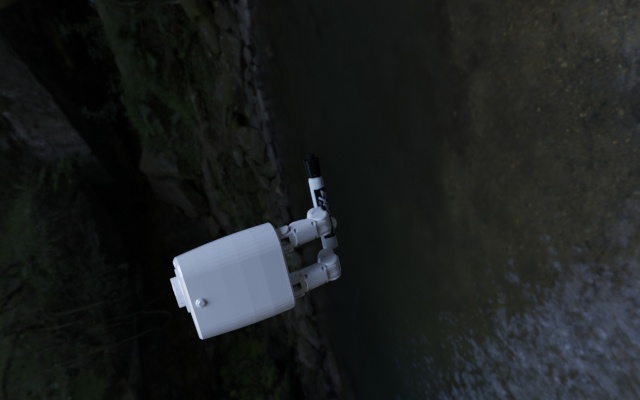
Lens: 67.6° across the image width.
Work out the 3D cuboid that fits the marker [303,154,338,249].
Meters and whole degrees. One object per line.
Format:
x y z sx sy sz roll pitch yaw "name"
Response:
0.000 0.002 0.587 0.020 0.121 0.020 -12 15 3 "marker"
